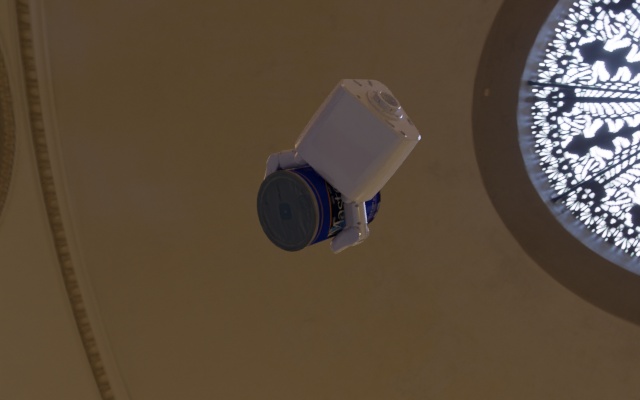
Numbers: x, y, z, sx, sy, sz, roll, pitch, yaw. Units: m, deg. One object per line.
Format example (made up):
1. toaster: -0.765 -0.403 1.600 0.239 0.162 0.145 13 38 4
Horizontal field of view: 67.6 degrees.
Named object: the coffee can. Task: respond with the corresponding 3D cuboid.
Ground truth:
1. coffee can: 0.000 0.002 0.643 0.103 0.103 0.140 0 10 41
